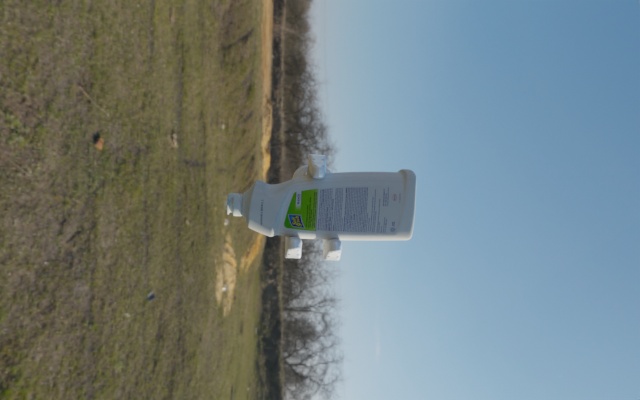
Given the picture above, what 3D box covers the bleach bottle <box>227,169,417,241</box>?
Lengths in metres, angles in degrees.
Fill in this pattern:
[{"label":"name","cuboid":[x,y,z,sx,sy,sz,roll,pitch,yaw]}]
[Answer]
[{"label":"bleach bottle","cuboid":[0.000,0.002,0.656,0.251,0.102,0.068,3,4,-5]}]
